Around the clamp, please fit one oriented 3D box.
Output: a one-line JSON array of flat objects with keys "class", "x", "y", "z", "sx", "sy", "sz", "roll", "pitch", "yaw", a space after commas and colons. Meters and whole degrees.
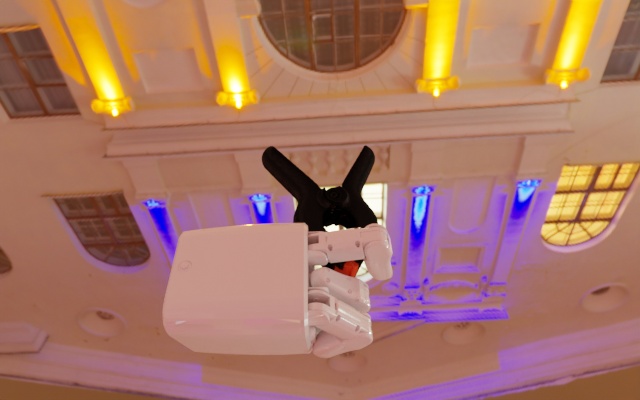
[{"class": "clamp", "x": 0.000, "y": 0.002, "z": 0.461, "sx": 0.120, "sy": 0.039, "sz": 0.171, "roll": 0, "pitch": 43, "yaw": -2}]
